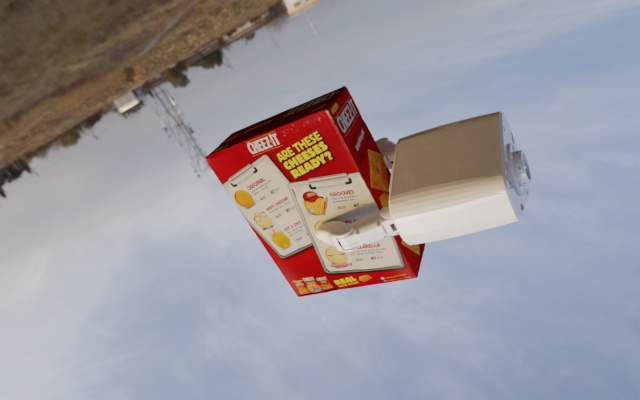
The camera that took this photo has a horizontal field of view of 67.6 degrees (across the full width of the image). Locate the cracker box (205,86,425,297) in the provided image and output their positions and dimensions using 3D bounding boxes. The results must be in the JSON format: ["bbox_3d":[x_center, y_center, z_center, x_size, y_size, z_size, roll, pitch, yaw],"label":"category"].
[{"bbox_3d":[0.000,0.002,0.540,0.164,0.214,0.072,-16,27,31],"label":"cracker box"}]
